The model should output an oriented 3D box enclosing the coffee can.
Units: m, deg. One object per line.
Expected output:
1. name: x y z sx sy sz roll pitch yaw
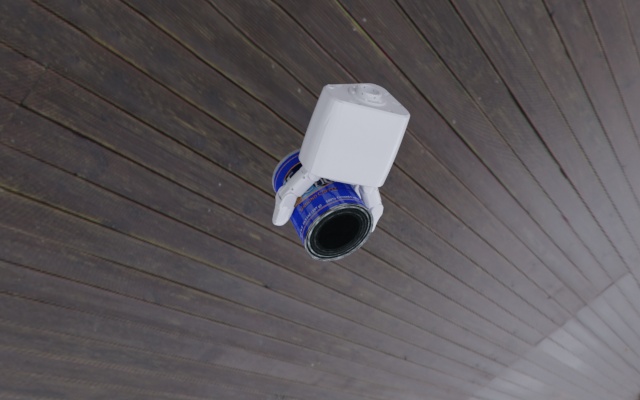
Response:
1. coffee can: 0.000 0.002 0.690 0.103 0.103 0.140 0 38 -29
